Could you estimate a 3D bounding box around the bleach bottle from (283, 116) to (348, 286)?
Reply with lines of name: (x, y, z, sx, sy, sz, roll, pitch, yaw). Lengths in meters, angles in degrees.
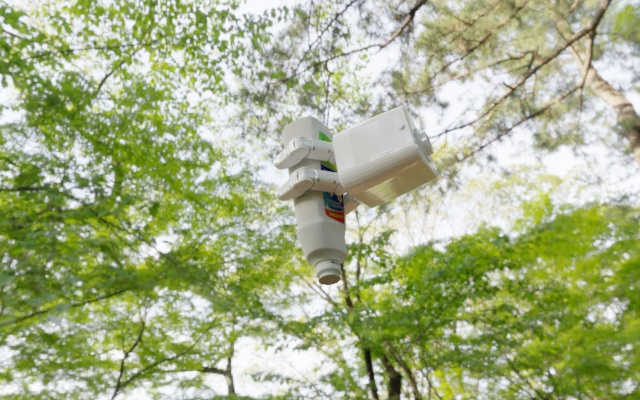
bleach bottle: (0.000, 0.002, 0.665, 0.068, 0.250, 0.103, -24, -39, 20)
